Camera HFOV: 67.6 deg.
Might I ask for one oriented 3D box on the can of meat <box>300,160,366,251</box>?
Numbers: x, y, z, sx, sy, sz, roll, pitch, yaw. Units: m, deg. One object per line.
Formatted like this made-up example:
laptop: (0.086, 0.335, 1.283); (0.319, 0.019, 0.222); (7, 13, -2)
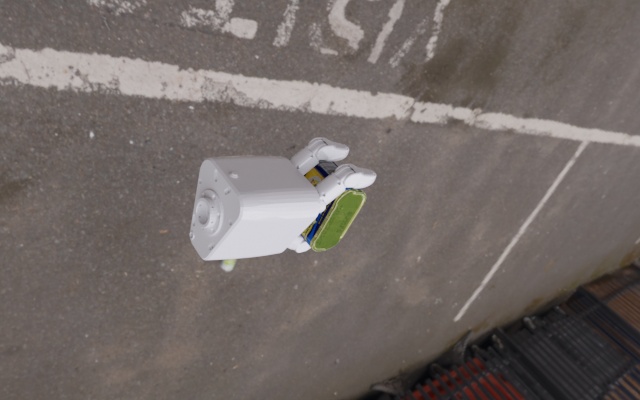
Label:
can of meat: (0.000, 0.002, 0.612); (0.057, 0.102, 0.084); (1, 37, -46)
